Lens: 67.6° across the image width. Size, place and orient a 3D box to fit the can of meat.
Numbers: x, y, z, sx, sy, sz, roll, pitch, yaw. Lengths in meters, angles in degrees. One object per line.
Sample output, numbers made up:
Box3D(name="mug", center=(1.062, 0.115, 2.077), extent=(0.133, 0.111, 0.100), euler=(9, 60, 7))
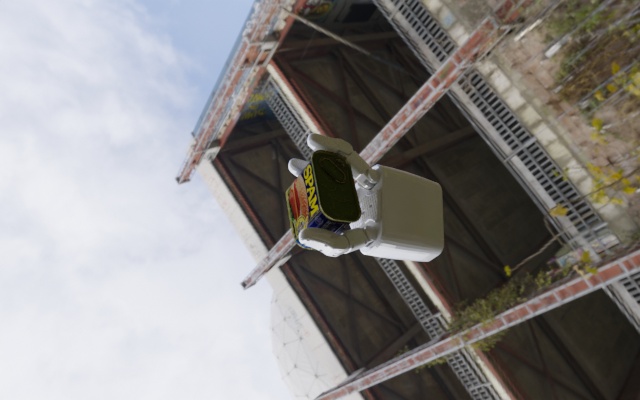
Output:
Box3D(name="can of meat", center=(0.000, 0.002, 0.607), extent=(0.057, 0.102, 0.084), euler=(8, -35, -29))
